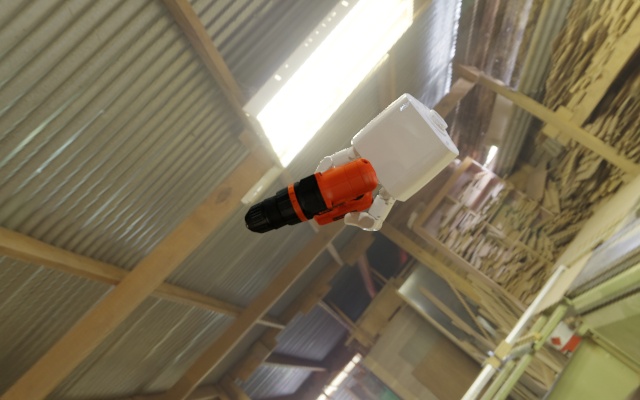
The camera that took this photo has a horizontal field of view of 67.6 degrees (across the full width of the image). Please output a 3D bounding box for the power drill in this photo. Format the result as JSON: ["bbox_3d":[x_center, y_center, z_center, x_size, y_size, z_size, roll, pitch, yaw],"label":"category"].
[{"bbox_3d":[0.000,0.002,0.688,0.184,0.057,0.187,-21,-6,11],"label":"power drill"}]
